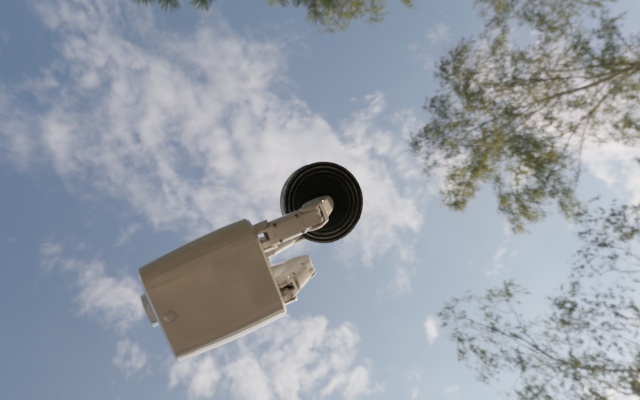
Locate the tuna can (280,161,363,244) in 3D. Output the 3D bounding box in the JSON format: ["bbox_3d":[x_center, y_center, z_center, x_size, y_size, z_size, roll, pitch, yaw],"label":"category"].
[{"bbox_3d":[0.000,0.002,0.513,0.086,0.086,0.034,0,2,-15],"label":"tuna can"}]
